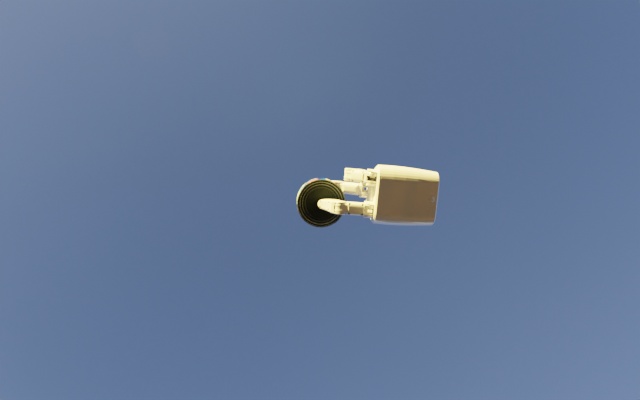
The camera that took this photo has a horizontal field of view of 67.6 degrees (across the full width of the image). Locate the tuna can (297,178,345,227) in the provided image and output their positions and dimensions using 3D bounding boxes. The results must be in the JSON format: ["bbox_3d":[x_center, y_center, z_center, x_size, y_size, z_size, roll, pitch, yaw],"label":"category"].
[{"bbox_3d":[0.000,0.003,0.852,0.086,0.086,0.033,0,10,-6],"label":"tuna can"}]
